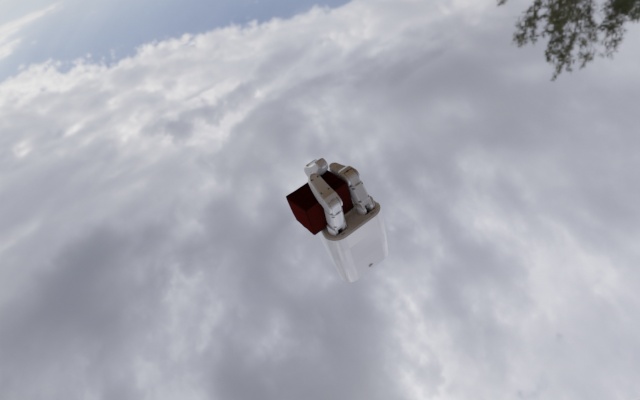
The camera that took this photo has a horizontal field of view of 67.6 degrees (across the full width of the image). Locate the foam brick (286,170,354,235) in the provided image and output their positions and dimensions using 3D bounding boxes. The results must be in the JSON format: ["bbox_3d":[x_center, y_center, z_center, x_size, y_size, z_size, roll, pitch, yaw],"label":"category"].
[{"bbox_3d":[0.000,0.002,0.698,0.078,0.051,0.053,-34,43,-18],"label":"foam brick"}]
